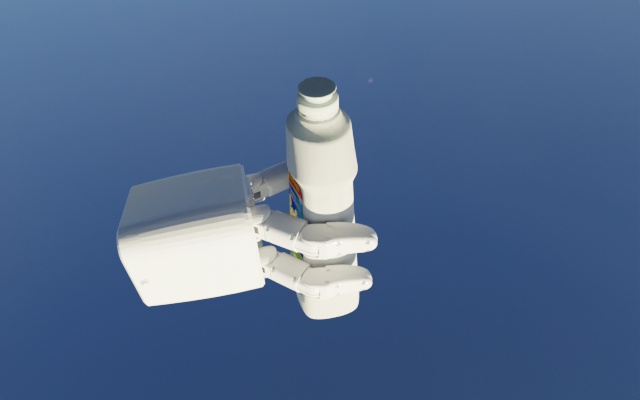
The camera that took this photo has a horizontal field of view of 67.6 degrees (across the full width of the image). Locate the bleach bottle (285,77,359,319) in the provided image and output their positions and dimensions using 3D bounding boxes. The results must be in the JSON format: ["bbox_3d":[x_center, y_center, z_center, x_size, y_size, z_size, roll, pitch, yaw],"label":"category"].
[{"bbox_3d":[0.000,0.002,0.435,0.068,0.251,0.102,-10,46,-7],"label":"bleach bottle"}]
